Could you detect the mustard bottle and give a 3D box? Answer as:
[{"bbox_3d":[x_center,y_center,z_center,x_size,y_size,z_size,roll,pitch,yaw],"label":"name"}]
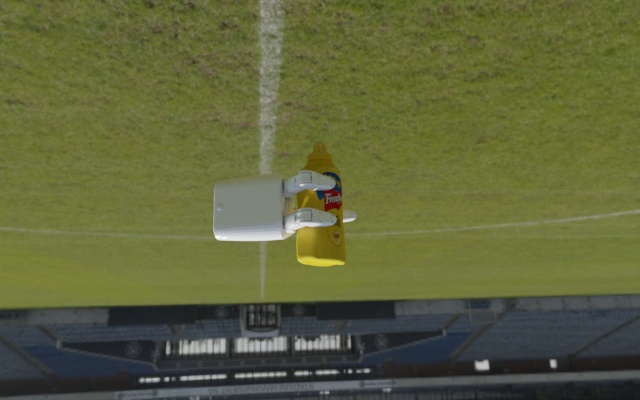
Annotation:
[{"bbox_3d":[0.000,0.003,0.740,0.058,0.191,0.096,-11,-17,32],"label":"mustard bottle"}]
